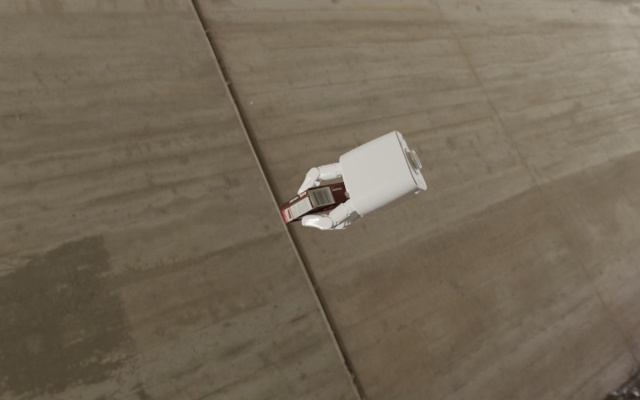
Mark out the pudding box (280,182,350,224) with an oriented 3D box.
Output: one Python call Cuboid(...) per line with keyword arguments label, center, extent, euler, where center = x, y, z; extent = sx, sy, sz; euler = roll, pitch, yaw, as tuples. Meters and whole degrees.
Cuboid(label="pudding box", center=(0.000, 0.003, 0.829), extent=(0.113, 0.039, 0.090), euler=(-9, -14, -40))
